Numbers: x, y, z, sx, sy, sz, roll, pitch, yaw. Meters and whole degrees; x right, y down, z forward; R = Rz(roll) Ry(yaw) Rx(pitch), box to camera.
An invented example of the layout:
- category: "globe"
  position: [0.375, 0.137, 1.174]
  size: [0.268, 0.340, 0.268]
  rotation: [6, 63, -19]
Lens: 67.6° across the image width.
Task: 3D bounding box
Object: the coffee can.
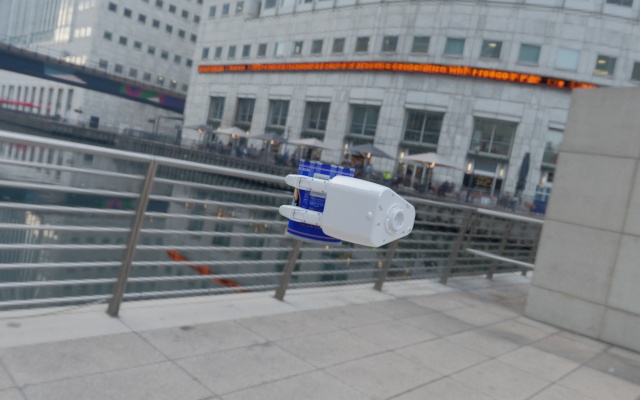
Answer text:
- category: "coffee can"
  position: [0.000, 0.003, 0.864]
  size: [0.103, 0.140, 0.103]
  rotation: [11, 3, -1]
